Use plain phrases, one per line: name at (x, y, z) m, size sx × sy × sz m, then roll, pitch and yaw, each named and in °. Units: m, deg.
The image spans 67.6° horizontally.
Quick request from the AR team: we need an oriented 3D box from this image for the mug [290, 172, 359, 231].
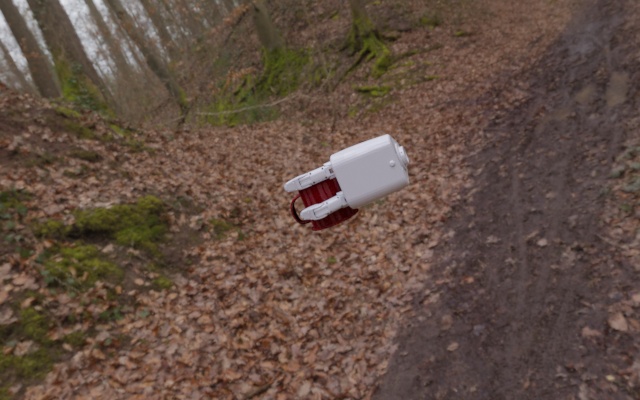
mug at (-0.001, 0.003, 0.865) m, size 0.117 × 0.081 × 0.093 m, roll -21°, pitch 8°, yaw 18°
